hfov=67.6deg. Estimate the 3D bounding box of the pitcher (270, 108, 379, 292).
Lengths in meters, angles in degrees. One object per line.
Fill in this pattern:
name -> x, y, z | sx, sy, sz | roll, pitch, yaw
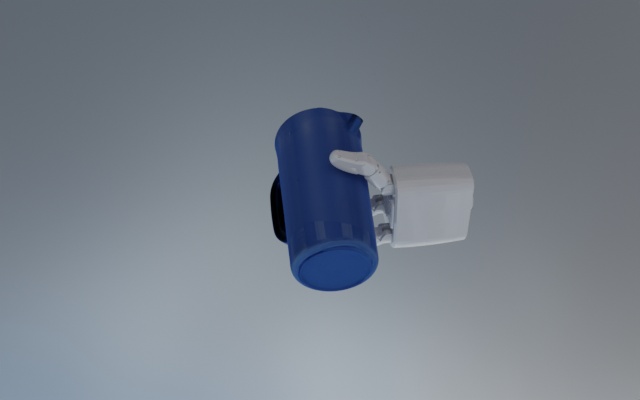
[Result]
pitcher -> 0.000, 0.002, 0.658 | 0.145, 0.242, 0.149 | -3, -42, -4
